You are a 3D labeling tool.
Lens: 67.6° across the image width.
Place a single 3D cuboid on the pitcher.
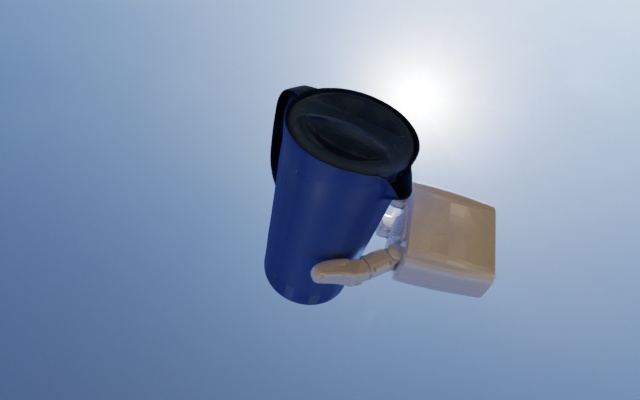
[{"bbox_3d":[0.000,0.002,0.536,0.145,0.149,0.243,13,-46,-5],"label":"pitcher"}]
